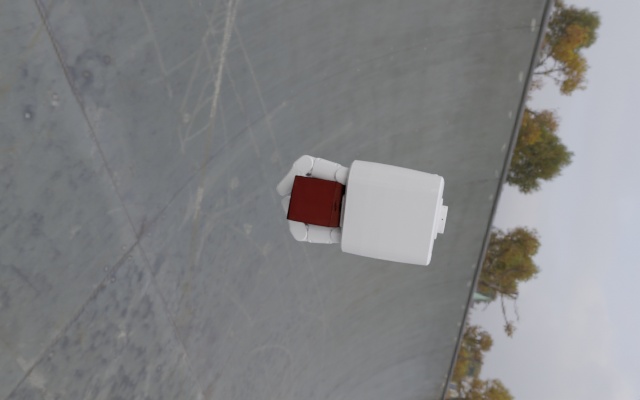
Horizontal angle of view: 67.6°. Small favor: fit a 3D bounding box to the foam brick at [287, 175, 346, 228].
[{"bbox_3d":[0.000,0.002,0.564,0.051,0.053,0.078,10,1,15],"label":"foam brick"}]
